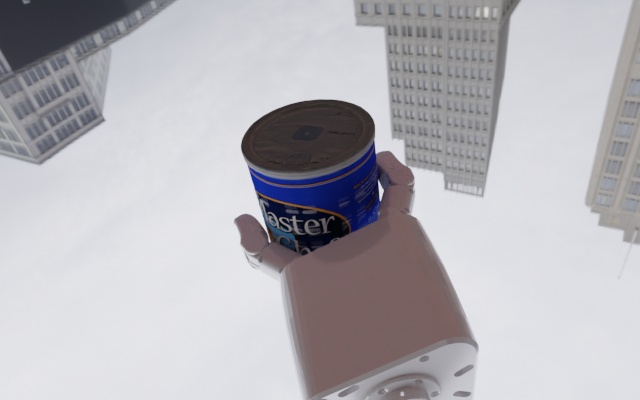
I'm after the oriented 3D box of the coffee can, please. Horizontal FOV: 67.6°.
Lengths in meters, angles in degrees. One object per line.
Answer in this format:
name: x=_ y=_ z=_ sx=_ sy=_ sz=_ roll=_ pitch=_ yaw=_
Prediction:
coffee can: x=0.000 y=0.001 z=0.404 sx=0.103 sy=0.140 sz=0.102 roll=-7 pitch=39 yaw=5
